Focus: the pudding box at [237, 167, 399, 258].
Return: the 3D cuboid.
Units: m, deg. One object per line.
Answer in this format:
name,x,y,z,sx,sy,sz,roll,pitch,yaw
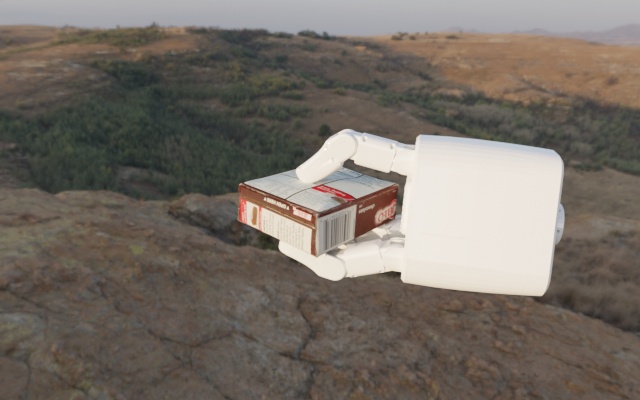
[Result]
pudding box,0.000,0.001,0.411,0.090,0.039,0.113,20,24,36
